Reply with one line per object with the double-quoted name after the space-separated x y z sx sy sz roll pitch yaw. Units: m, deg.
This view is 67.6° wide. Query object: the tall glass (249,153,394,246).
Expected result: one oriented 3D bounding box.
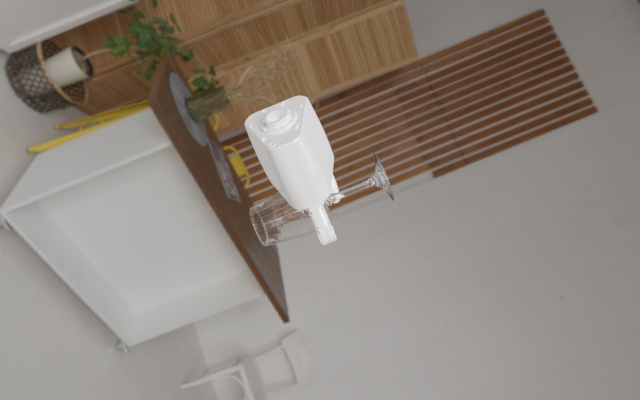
0.001 0.002 0.698 0.201 0.079 0.079 -22 -1 3 "tall glass"
